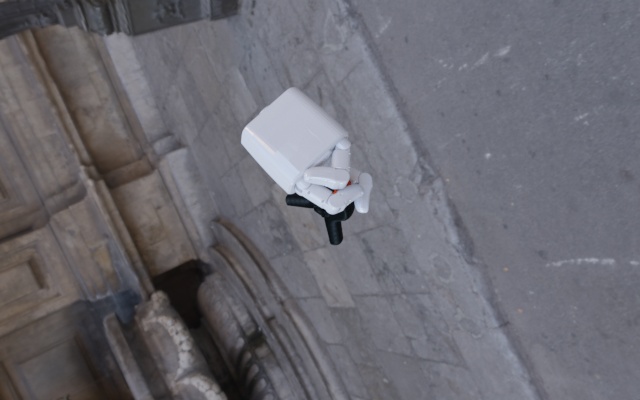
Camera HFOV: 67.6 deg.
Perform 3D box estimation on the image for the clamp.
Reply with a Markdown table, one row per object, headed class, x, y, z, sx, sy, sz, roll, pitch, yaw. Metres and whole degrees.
| class | x | y | z | sx | sy | sz | roll | pitch | yaw |
| --- | --- | --- | --- | --- | --- | --- | --- | --- | --- |
| clamp | 0.000 | 0.003 | 0.749 | 0.120 | 0.039 | 0.171 | 33 | -30 | 6 |
